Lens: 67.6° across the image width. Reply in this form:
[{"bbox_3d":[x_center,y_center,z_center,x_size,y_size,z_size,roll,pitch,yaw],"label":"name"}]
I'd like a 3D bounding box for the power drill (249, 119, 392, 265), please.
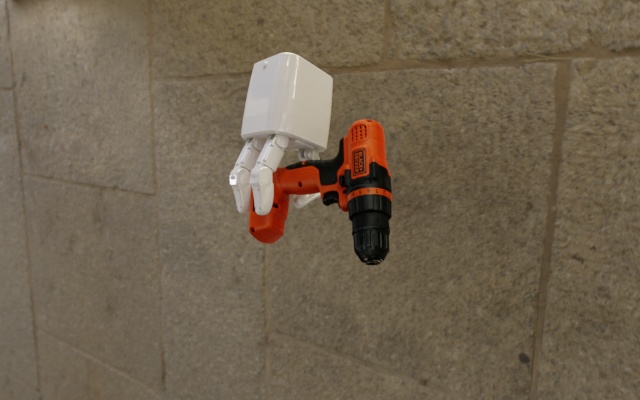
[{"bbox_3d":[0.000,0.002,0.600,0.187,0.184,0.057,-13,-29,26],"label":"power drill"}]
